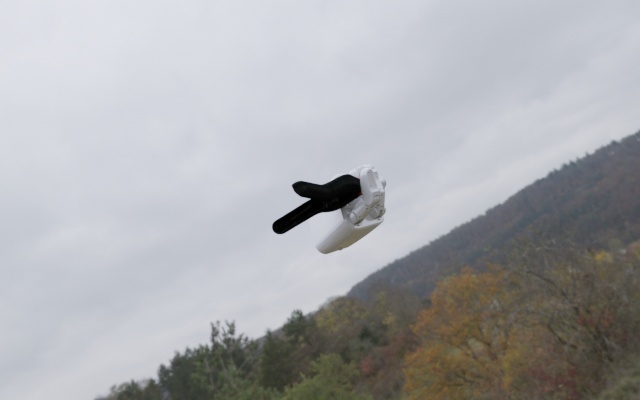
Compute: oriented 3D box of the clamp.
[{"bbox_3d":[0.000,0.002,0.767,0.171,0.039,0.120,-10,-26,-41],"label":"clamp"}]
